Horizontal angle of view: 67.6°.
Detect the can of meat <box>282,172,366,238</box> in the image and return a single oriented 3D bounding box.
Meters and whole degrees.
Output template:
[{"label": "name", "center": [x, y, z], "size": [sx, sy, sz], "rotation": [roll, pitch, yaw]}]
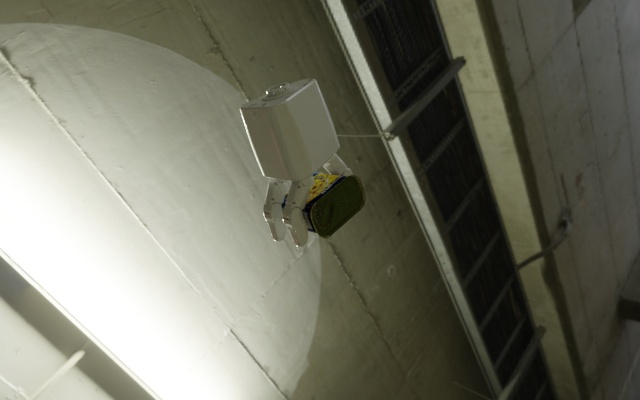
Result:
[{"label": "can of meat", "center": [0.000, 0.002, 0.697], "size": [0.102, 0.057, 0.084], "rotation": [-40, 32, -30]}]
